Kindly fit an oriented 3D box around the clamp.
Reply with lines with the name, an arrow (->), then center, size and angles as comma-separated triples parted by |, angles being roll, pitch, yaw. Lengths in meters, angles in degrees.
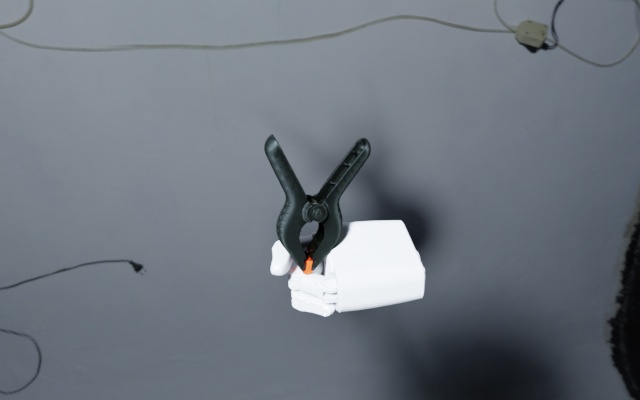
clamp -> 0.000, 0.002, 0.548 | 0.120, 0.171, 0.039 | -6, 27, -11
